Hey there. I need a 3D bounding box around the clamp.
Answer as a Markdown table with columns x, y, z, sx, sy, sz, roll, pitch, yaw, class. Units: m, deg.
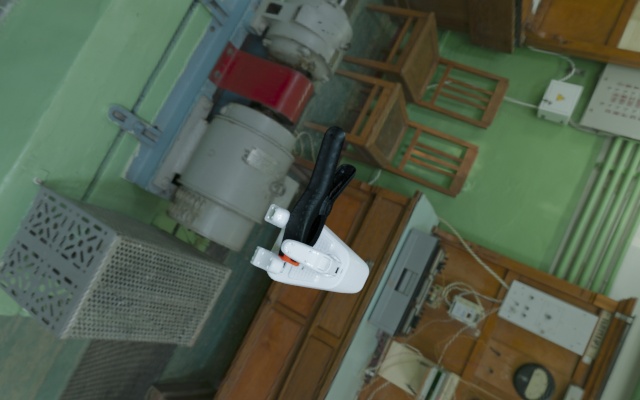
| x | y | z | sx | sy | sz | roll | pitch | yaw | class |
| --- | --- | --- | --- | --- | --- | --- | --- | --- | --- |
| 0.001 | 0.002 | 0.602 | 0.039 | 0.171 | 0.120 | 24 | -5 | 25 | clamp |
